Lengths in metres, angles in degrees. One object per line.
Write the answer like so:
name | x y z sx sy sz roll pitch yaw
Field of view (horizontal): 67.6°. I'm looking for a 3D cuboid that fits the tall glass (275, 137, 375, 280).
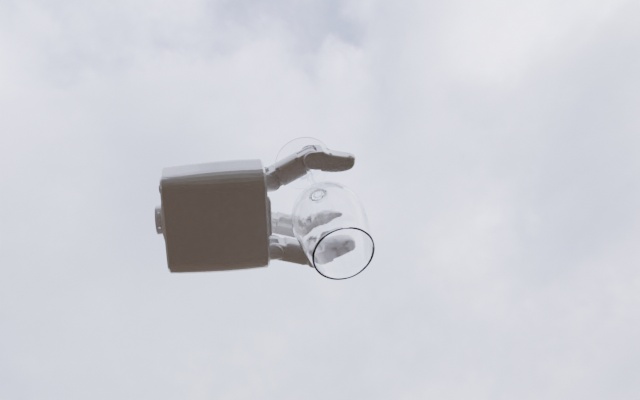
tall glass | 0.000 0.001 0.533 0.079 0.079 0.201 0 30 -15
